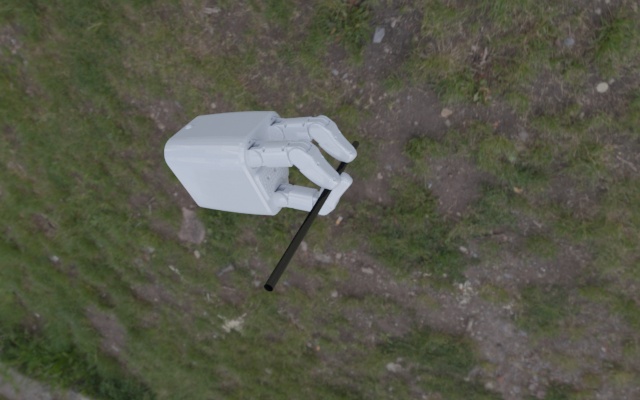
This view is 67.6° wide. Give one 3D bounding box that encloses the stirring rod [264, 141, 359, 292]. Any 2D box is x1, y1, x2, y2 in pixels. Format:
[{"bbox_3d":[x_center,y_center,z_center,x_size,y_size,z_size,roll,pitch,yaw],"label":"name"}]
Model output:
[{"bbox_3d":[0.000,0.002,0.471,0.011,0.011,0.239,0,35,25],"label":"stirring rod"}]
